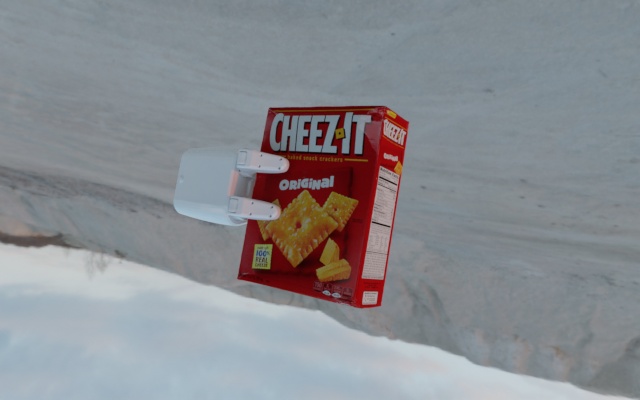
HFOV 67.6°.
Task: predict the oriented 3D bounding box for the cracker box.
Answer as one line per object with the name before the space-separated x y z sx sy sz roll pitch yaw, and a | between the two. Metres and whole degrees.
cracker box | 0.000 0.002 0.552 0.164 0.213 0.072 7 -5 33
